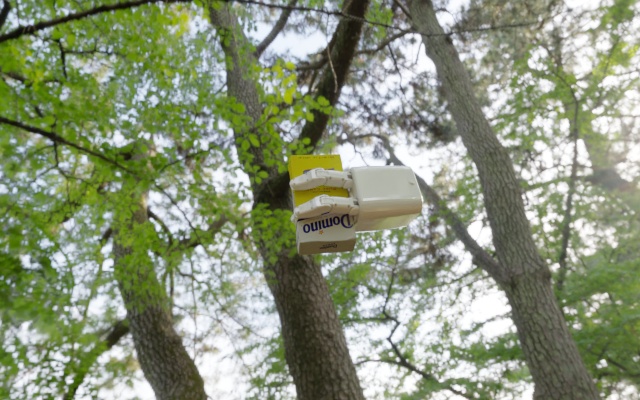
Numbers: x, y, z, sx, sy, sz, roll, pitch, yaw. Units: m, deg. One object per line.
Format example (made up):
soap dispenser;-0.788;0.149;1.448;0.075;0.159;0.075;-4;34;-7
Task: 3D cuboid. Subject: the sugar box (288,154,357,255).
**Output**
sugar box;0.000;0.002;0.797;0.093;0.176;0.048;-4;-37;-9
